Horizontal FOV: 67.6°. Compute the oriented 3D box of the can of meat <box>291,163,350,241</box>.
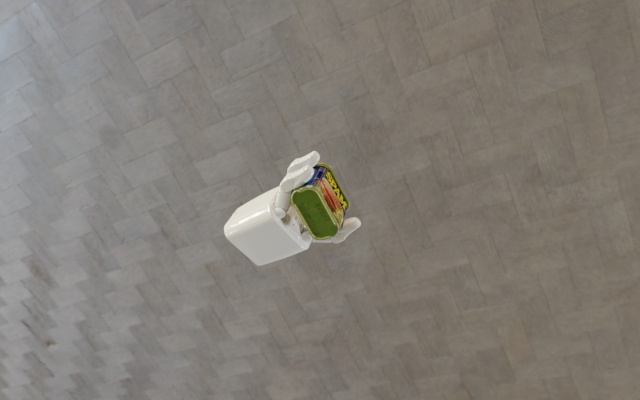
[{"bbox_3d":[0.000,0.003,0.780,0.057,0.102,0.084,-20,22,24],"label":"can of meat"}]
